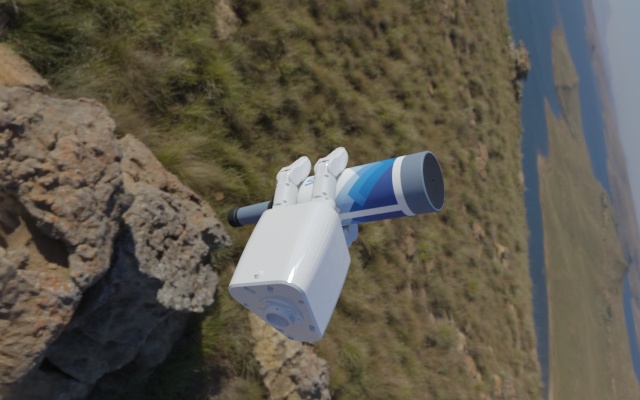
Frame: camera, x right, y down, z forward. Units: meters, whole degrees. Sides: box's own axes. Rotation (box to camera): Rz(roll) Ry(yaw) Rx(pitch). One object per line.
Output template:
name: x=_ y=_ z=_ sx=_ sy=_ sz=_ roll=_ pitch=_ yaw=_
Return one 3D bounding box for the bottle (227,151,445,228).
bottle: x=0.000 y=0.002 z=0.592 sx=0.296 sy=0.069 sz=0.069 roll=-11 pitch=-6 yaw=33
